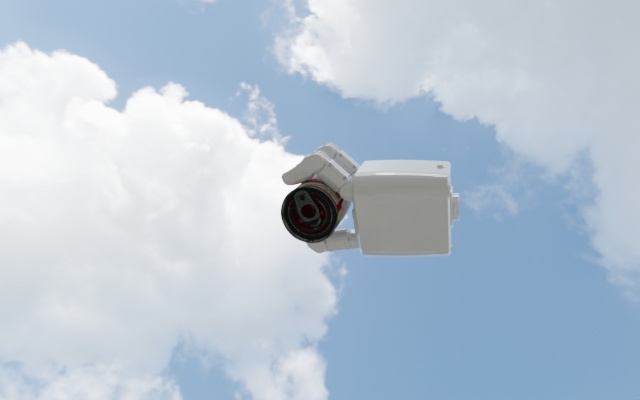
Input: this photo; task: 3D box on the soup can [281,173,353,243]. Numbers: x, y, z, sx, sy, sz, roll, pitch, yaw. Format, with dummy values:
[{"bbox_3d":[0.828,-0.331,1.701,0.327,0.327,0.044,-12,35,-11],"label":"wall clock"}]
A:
[{"bbox_3d":[0.000,0.002,0.584,0.068,0.068,0.102,0,17,16],"label":"soup can"}]
